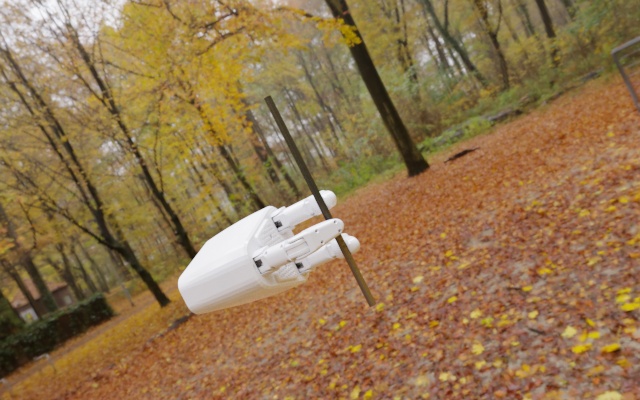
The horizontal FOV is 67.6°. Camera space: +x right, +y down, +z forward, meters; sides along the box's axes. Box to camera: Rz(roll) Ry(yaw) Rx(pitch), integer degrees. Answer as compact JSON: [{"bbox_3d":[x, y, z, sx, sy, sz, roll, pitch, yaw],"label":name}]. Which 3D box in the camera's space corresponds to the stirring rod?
[{"bbox_3d":[0.000,0.002,0.493,0.011,0.239,0.011,-27,2,1],"label":"stirring rod"}]
